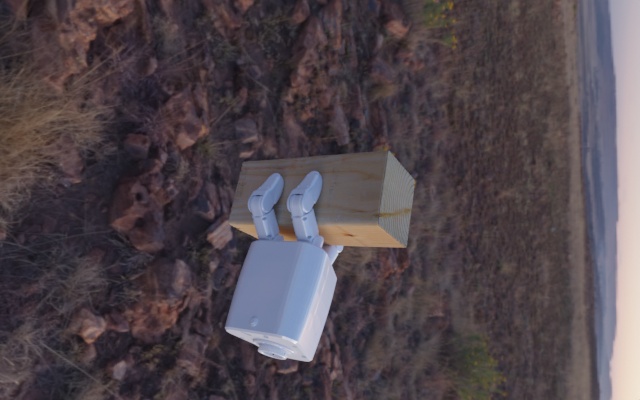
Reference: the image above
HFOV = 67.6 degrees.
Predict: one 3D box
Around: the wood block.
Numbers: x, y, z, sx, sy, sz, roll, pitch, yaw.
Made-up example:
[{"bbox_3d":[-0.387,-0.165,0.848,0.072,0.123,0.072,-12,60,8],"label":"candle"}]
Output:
[{"bbox_3d":[0.000,0.002,0.595,0.206,0.090,0.091,-1,-21,31],"label":"wood block"}]
